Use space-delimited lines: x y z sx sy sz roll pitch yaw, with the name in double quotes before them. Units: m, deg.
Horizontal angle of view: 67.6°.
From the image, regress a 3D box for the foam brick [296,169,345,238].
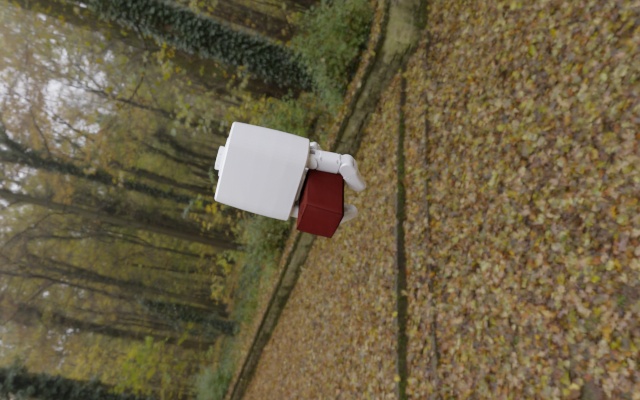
"foam brick" 0.000 0.002 0.643 0.051 0.078 0.053 14 -46 -11
